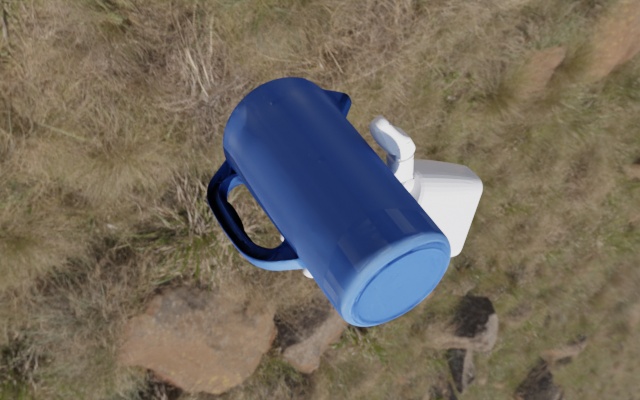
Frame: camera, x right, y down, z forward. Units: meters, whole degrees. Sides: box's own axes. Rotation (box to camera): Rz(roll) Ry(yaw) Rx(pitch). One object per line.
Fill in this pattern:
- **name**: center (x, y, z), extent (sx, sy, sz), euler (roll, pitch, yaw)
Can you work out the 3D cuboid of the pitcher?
- **pitcher**: center (0.000, 0.001, 0.457), extent (0.145, 0.149, 0.242), euler (1, 38, -37)
